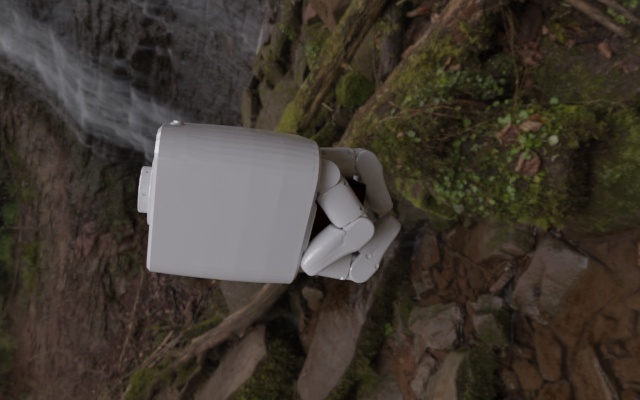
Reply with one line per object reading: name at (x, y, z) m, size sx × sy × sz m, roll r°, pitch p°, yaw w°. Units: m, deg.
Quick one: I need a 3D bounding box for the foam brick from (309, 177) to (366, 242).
foam brick at (0.000, 0.001, 0.416) m, size 0.051 × 0.053 × 0.078 m, roll 5°, pitch 10°, yaw -16°
